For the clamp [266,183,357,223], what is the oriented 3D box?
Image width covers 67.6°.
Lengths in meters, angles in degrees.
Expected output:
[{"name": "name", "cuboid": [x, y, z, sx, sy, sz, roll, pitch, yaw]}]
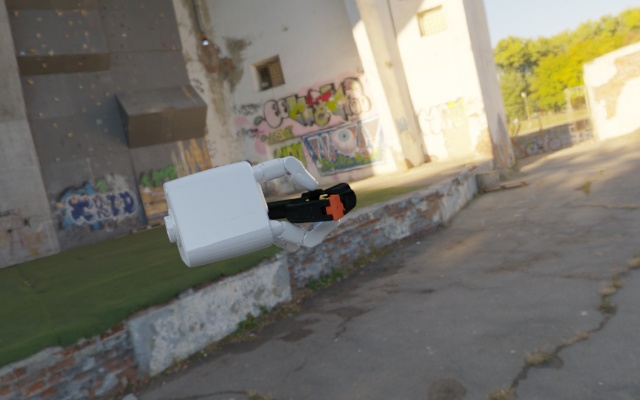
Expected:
[{"name": "clamp", "cuboid": [0.000, 0.001, 0.647, 0.164, 0.036, 0.210, -16, 6, -21]}]
